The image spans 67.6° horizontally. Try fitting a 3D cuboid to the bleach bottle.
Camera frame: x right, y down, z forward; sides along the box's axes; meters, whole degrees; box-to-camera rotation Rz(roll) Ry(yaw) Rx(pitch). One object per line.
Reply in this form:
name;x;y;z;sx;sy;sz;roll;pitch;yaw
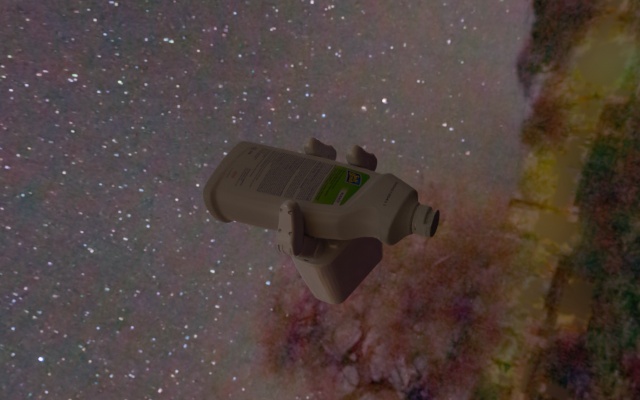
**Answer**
bleach bottle;0.000;0.002;0.521;0.251;0.102;0.068;14;-32;26
